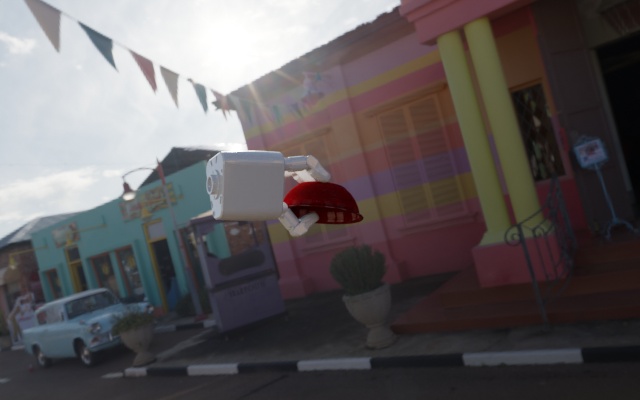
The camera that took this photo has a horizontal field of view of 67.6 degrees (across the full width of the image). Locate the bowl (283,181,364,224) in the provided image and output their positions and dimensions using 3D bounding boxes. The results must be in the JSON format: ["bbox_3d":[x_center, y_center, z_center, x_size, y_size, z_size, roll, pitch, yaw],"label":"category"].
[{"bbox_3d":[0.001,0.003,0.879,0.162,0.055,0.162,5,-13,1],"label":"bowl"}]
